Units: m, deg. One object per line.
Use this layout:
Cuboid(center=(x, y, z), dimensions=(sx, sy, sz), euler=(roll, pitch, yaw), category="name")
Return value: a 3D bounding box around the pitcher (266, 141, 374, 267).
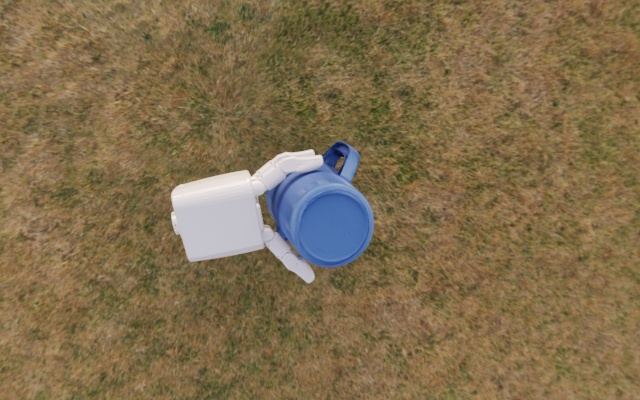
Cuboid(center=(0.000, 0.002, 0.695), dimensions=(0.145, 0.149, 0.242), euler=(-12, 12, -8), category="pitcher")
